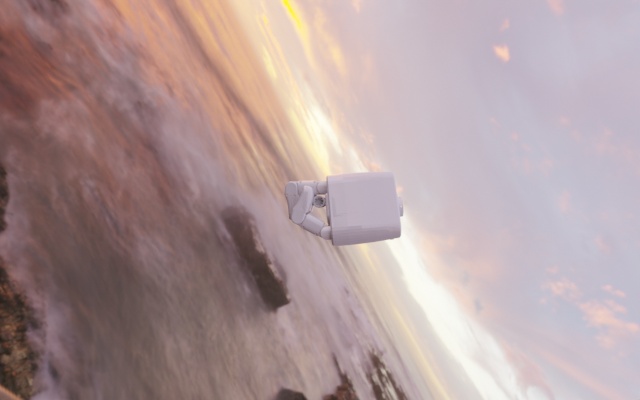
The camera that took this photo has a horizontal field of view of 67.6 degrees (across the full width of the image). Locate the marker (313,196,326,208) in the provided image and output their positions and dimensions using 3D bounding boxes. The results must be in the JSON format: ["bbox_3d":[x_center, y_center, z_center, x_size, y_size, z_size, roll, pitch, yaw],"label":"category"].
[{"bbox_3d":[0.000,0.003,0.782,0.020,0.020,0.121,0,-1,2],"label":"marker"}]
